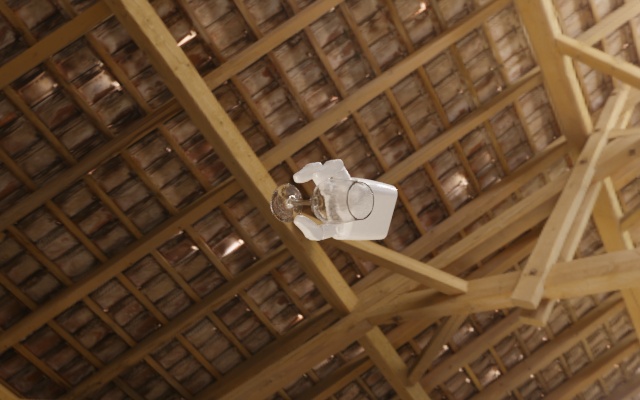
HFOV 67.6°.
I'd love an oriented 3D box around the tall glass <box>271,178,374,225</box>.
[{"bbox_3d":[0.000,0.003,0.829,0.079,0.079,0.201,0,-1,-40],"label":"tall glass"}]
